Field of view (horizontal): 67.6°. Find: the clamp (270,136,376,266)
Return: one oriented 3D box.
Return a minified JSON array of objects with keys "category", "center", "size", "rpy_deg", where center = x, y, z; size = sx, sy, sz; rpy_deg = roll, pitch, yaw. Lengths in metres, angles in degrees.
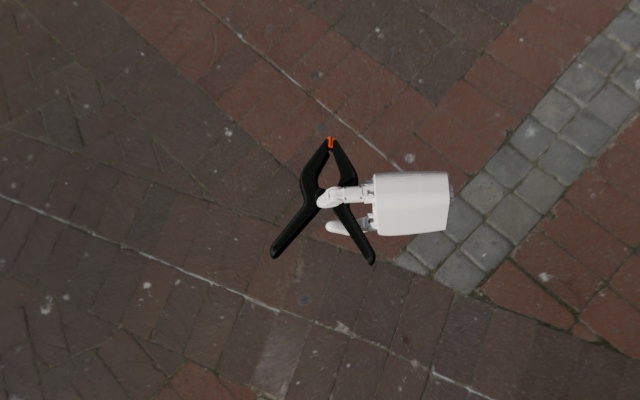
[{"category":"clamp","center":[0.000,0.002,0.756],"size":[0.164,0.210,0.036],"rpy_deg":[-4,-15,7]}]
